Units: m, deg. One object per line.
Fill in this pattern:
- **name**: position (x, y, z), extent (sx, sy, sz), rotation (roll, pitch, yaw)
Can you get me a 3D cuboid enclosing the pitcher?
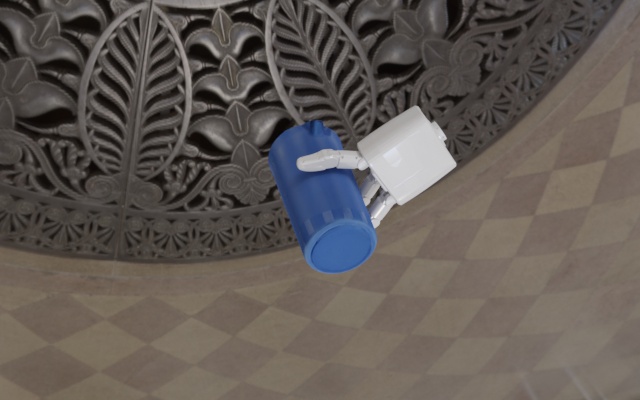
- **pitcher**: position (0.000, 0.002, 0.760), extent (0.145, 0.242, 0.149), rotation (-33, -48, 11)
